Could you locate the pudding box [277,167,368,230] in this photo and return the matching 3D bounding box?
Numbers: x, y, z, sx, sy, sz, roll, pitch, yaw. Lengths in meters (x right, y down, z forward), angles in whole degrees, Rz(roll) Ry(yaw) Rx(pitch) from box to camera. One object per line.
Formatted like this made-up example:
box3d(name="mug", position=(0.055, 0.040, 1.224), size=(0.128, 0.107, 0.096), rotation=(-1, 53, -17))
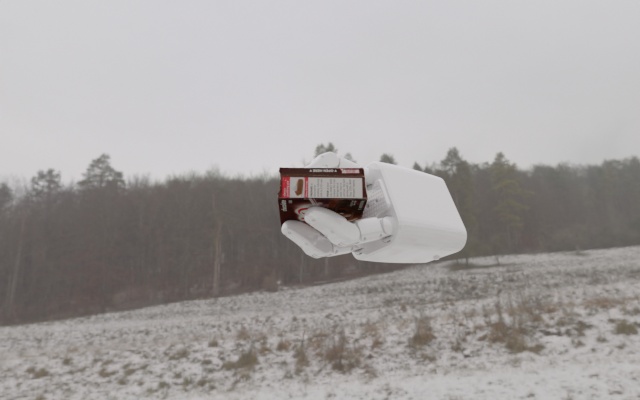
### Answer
box3d(name="pudding box", position=(0.000, 0.002, 0.520), size=(0.090, 0.039, 0.113), rotation=(0, -22, -2))
